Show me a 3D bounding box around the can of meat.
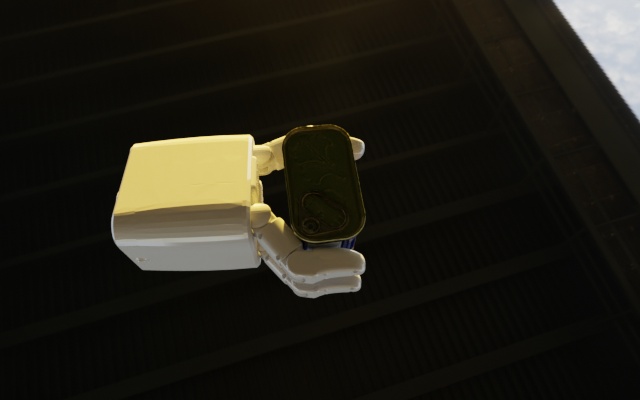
[{"bbox_3d":[0.000,0.001,0.411,0.057,0.102,0.084,-7,-25,-5],"label":"can of meat"}]
